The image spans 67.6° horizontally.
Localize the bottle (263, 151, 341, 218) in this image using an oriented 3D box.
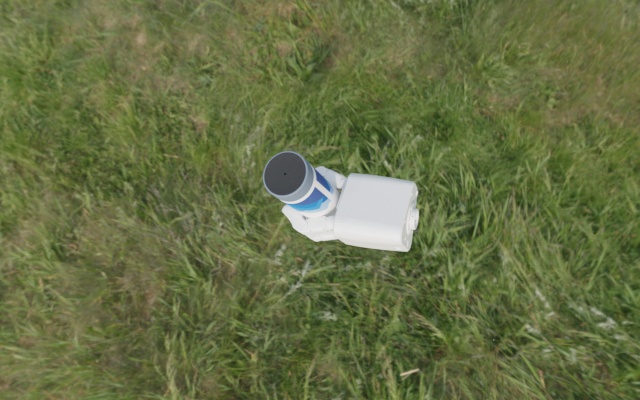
[{"bbox_3d":[0.000,0.002,0.780,0.069,0.069,0.296,0,-15,20],"label":"bottle"}]
